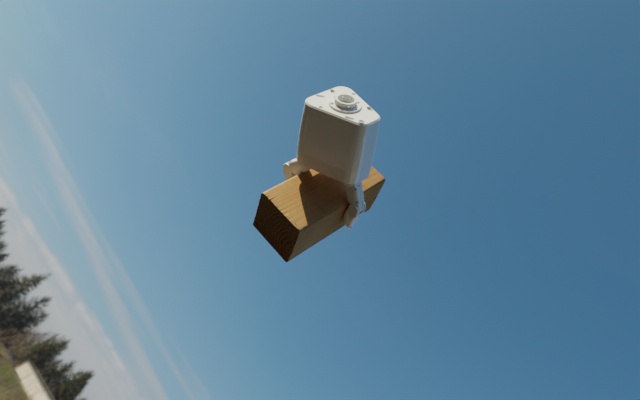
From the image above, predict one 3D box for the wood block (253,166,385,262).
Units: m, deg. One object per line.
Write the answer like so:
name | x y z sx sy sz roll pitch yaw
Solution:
wood block | 0.001 0.003 0.801 0.206 0.090 0.090 -30 -24 -36
